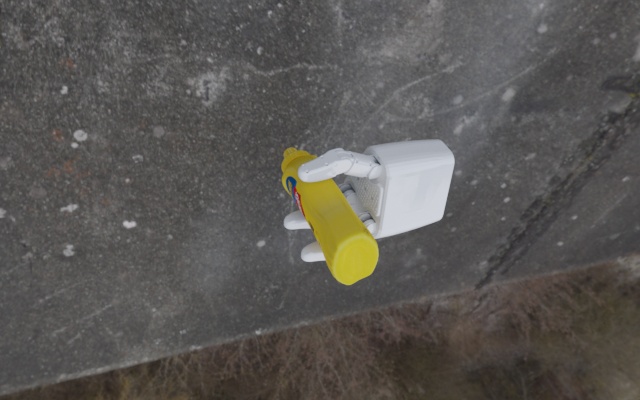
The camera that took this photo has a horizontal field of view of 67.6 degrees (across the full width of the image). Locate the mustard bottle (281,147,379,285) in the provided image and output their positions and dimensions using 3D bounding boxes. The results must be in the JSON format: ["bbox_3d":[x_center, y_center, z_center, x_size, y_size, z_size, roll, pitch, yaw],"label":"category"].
[{"bbox_3d":[0.000,0.002,0.572,0.058,0.191,0.096,-27,-36,-6],"label":"mustard bottle"}]
